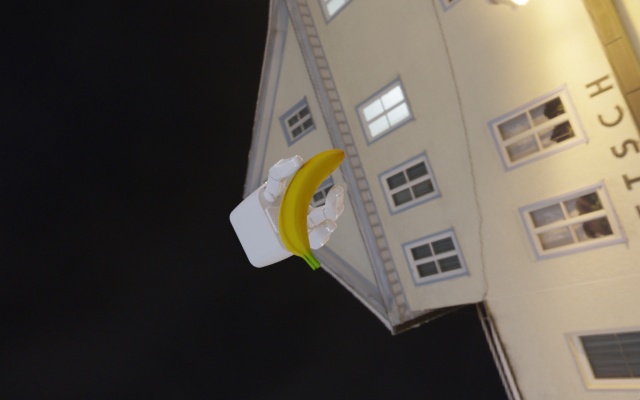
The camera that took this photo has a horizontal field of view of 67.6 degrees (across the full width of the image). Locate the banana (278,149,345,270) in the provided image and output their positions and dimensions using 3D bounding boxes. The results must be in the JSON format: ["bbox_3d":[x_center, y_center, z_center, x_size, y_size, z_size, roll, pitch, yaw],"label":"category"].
[{"bbox_3d":[-0.016,-0.004,0.645,0.070,0.197,0.037,29,-35,-21],"label":"banana"}]
